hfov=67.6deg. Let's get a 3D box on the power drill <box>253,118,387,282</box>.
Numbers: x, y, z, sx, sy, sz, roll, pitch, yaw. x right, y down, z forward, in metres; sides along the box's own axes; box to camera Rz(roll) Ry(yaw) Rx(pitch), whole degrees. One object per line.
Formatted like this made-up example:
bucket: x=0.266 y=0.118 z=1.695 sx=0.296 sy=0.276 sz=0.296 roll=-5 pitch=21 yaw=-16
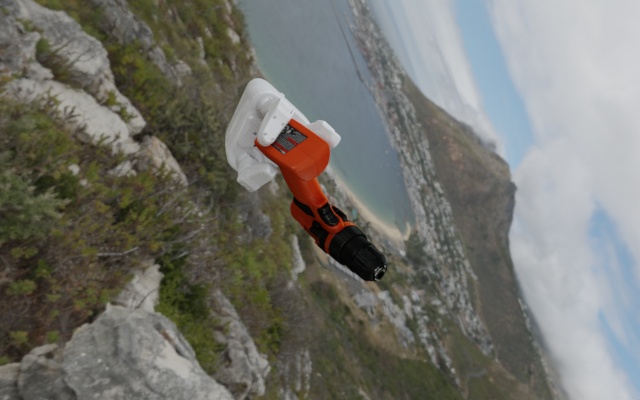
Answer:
power drill: x=0.000 y=0.001 z=0.585 sx=0.057 sy=0.188 sz=0.184 roll=-38 pitch=45 yaw=-15
